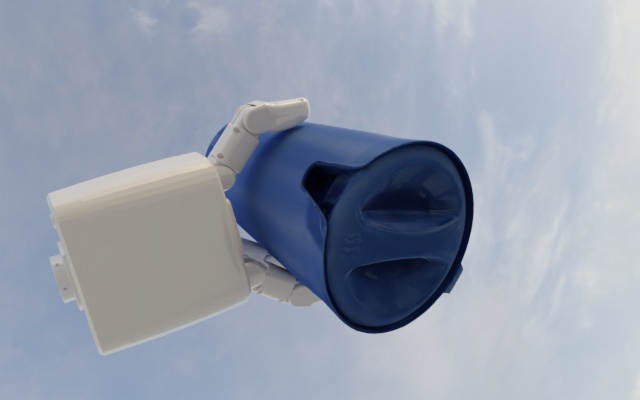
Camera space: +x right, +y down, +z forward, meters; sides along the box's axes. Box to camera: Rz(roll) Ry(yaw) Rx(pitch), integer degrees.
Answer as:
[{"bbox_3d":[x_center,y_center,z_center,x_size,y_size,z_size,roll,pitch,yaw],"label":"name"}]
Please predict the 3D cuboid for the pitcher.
[{"bbox_3d":[0.000,0.001,0.408,0.145,0.149,0.242,-20,26,-28],"label":"pitcher"}]
